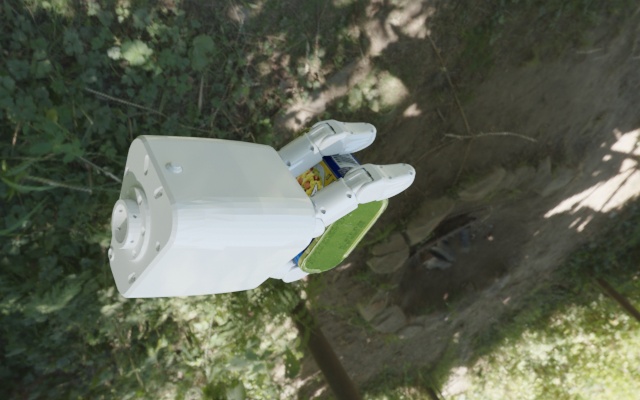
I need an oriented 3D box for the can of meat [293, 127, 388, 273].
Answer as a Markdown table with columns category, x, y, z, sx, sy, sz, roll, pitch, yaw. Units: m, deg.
| category | x | y | z | sx | sy | sz | roll | pitch | yaw |
| --- | --- | --- | --- | --- | --- | --- | --- | --- | --- |
| can of meat | 0.000 | 0.002 | 0.422 | 0.057 | 0.102 | 0.084 | 6 | 38 | -44 |
